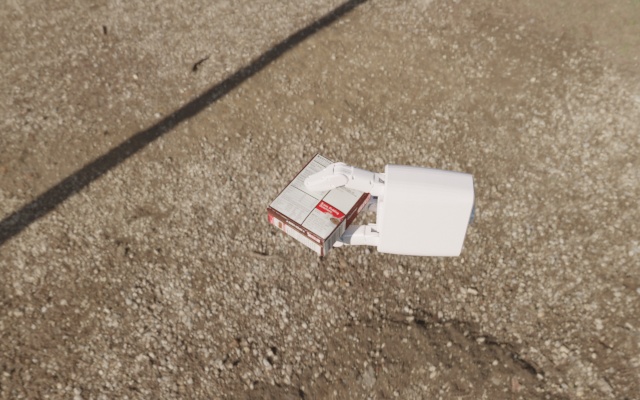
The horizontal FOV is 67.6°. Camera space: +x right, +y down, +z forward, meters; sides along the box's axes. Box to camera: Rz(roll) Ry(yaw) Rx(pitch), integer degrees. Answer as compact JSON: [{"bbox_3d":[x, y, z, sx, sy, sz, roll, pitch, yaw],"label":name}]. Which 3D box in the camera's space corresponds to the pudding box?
[{"bbox_3d":[0.000,0.002,0.610,0.090,0.113,0.039,30,-32,19],"label":"pudding box"}]
